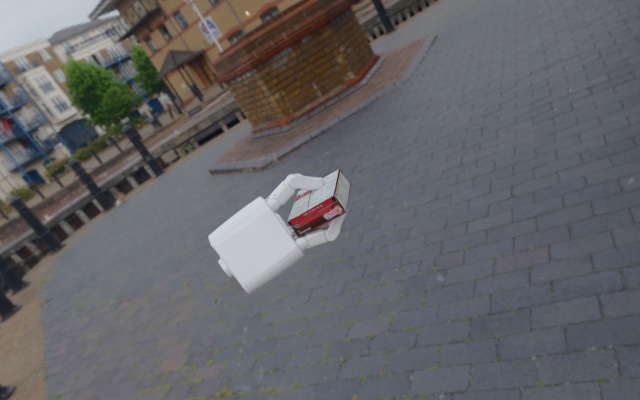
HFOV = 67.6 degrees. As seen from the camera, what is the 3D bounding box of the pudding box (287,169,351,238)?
[{"bbox_3d":[0.000,0.002,0.769,0.090,0.039,0.113,-28,21,19],"label":"pudding box"}]
